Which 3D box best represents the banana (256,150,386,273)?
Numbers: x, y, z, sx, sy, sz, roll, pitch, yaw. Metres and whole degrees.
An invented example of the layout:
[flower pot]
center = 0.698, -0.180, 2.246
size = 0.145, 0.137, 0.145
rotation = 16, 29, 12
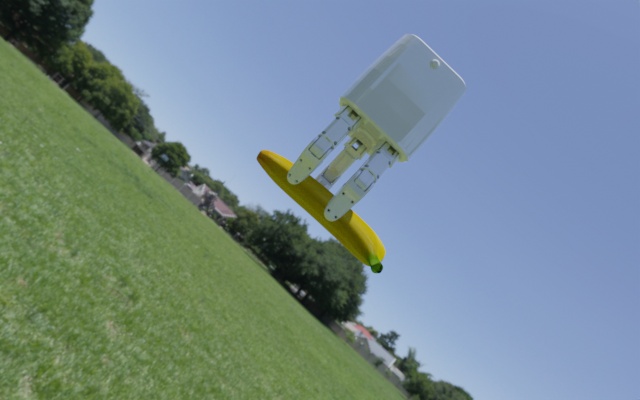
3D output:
[banana]
center = 0.007, 0.009, 0.535
size = 0.197, 0.037, 0.070
rotation = 41, -3, 23
